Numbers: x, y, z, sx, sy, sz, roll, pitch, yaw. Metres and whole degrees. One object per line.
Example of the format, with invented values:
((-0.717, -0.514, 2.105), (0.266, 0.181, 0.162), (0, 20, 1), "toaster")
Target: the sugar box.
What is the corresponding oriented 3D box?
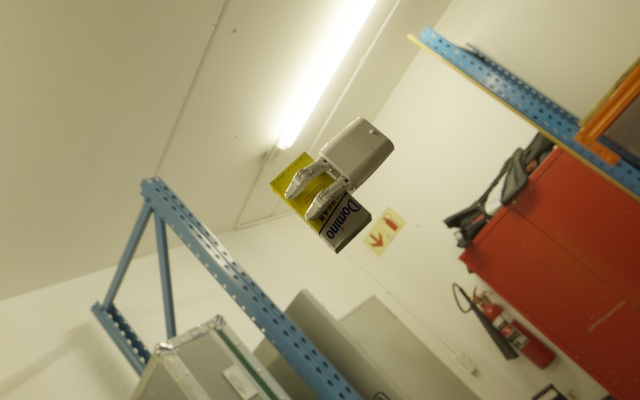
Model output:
((0.000, 0.002, 0.865), (0.176, 0.093, 0.048), (43, -9, 19), "sugar box")
